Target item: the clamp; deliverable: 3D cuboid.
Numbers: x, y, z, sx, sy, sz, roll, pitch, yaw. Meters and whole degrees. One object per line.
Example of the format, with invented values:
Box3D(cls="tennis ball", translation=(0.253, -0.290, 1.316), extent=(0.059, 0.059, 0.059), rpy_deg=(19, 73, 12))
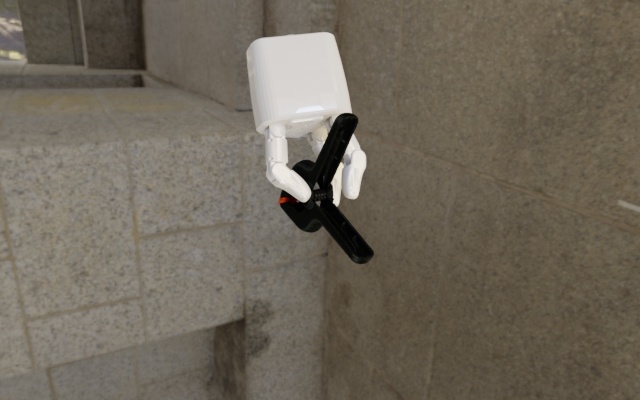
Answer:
Box3D(cls="clamp", translation=(-0.001, 0.002, 0.593), extent=(0.036, 0.164, 0.210), rpy_deg=(-5, -8, -27))
